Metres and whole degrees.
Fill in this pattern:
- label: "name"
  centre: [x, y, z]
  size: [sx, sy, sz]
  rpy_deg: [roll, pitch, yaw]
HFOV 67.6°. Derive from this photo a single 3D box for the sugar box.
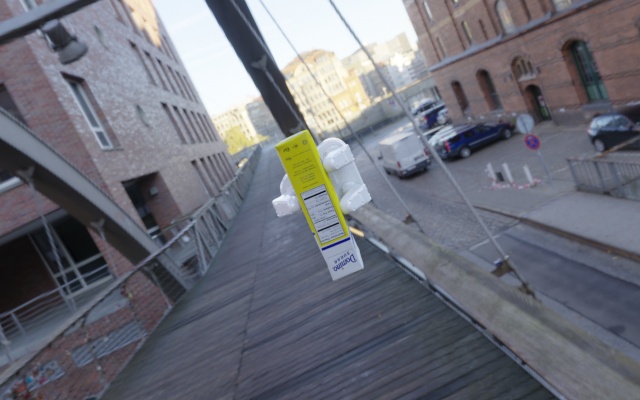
- label: "sugar box"
  centre: [0.001, 0.002, 0.591]
  size: [0.048, 0.176, 0.093]
  rpy_deg: [-25, 9, 5]
